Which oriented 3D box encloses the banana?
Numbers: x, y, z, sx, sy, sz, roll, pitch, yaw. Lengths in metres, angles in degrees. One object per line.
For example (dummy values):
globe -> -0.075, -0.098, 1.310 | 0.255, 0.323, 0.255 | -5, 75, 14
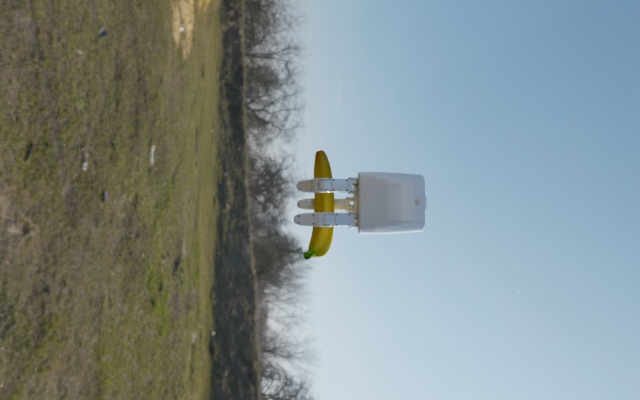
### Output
banana -> 0.003, 0.014, 0.801 | 0.037, 0.197, 0.070 | -1, -26, 11
